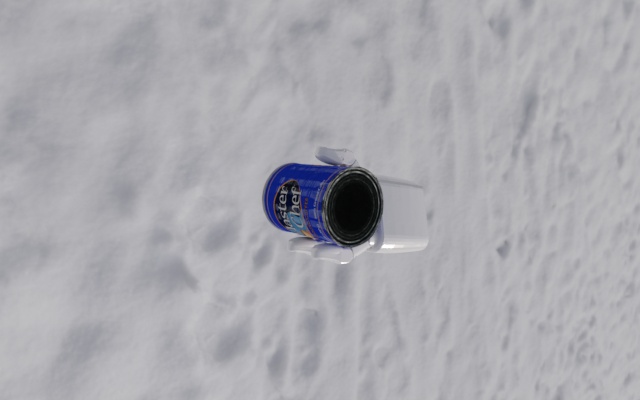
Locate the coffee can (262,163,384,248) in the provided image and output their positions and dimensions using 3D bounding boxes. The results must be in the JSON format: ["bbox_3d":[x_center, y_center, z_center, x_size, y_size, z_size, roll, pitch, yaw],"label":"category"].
[{"bbox_3d":[0.000,0.002,0.649,0.103,0.103,0.140,0,6,-38],"label":"coffee can"}]
